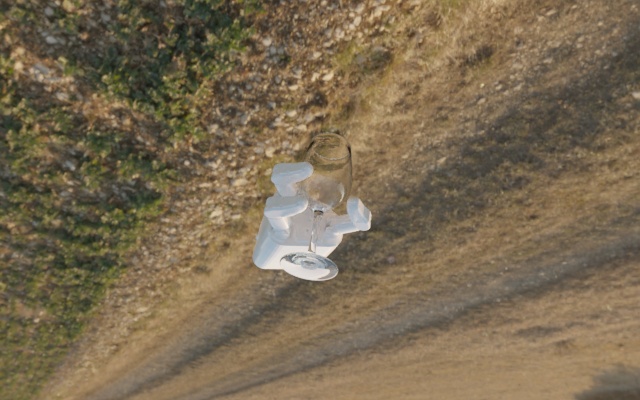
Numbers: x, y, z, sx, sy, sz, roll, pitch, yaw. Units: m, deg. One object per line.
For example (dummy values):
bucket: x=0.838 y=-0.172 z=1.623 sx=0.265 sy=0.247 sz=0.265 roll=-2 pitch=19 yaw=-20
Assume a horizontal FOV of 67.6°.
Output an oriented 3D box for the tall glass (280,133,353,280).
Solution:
tall glass: x=0.000 y=0.003 z=0.650 sx=0.079 sy=0.201 sz=0.079 roll=7 pitch=-33 yaw=5
